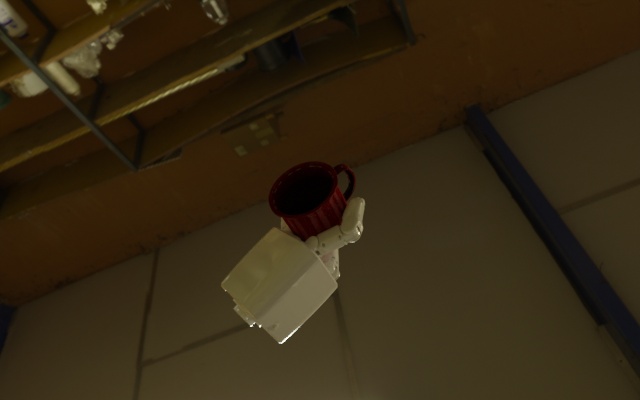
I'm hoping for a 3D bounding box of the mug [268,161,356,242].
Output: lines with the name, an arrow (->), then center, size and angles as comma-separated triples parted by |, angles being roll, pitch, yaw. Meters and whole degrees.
mug -> 0.001, 0.001, 0.623 | 0.093, 0.117, 0.082 | 33, -19, 43
